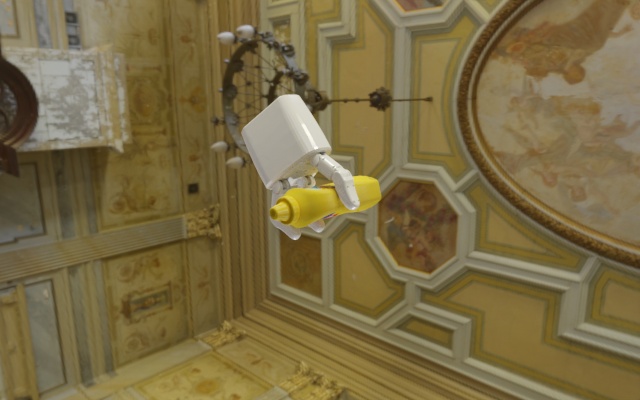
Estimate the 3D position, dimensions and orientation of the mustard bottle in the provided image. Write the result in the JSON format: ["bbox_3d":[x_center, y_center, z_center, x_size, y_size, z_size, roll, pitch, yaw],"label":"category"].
[{"bbox_3d":[0.000,0.003,0.725,0.096,0.058,0.191,-8,4,45],"label":"mustard bottle"}]
